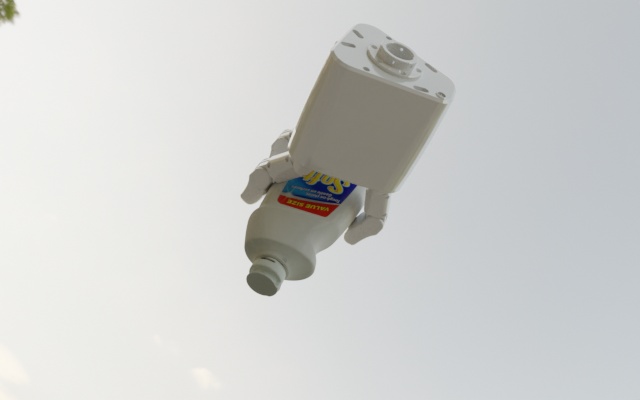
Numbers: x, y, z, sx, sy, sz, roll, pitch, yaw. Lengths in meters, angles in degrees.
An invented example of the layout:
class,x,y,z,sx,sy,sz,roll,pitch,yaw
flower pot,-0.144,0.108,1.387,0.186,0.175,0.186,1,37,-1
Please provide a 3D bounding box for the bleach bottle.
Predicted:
class,x,y,z,sx,sy,sz,roll,pitch,yaw
bleach bottle,0.000,0.002,0.492,0.102,0.068,0.250,29,42,1
